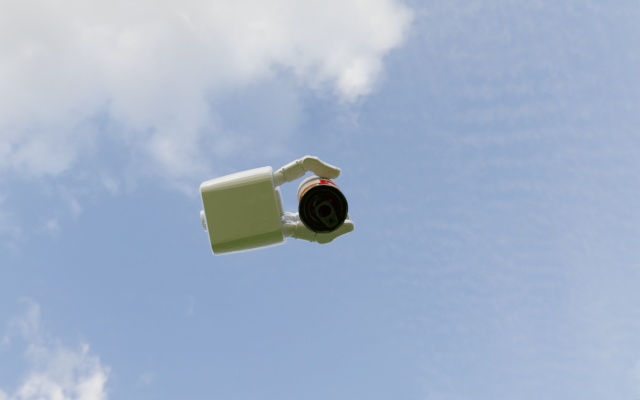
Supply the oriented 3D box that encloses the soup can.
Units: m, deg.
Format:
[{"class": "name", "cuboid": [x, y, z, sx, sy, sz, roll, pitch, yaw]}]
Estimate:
[{"class": "soup can", "cuboid": [0.001, 0.002, 0.689, 0.068, 0.068, 0.102, 0, 11, -4]}]
